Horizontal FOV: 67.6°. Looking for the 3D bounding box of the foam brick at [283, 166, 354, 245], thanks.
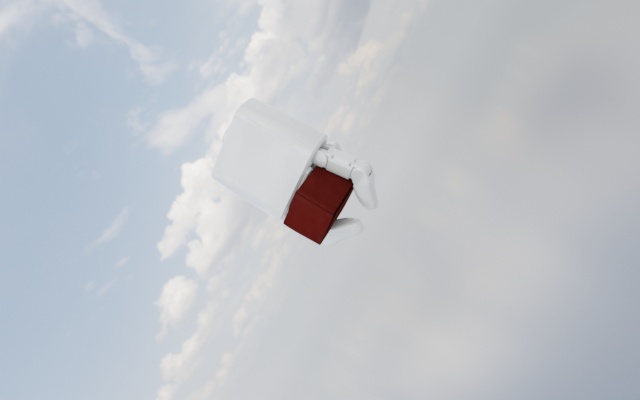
[{"bbox_3d":[0.000,0.002,0.553,0.051,0.053,0.078,30,40,5],"label":"foam brick"}]
